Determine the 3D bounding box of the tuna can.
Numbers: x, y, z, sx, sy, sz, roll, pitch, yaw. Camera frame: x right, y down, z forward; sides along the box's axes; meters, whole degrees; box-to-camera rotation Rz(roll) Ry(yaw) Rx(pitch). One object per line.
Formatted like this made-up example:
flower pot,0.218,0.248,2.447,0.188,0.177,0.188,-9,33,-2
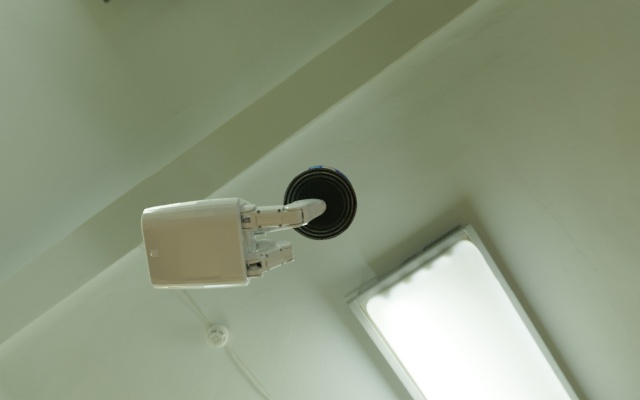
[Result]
tuna can,0.000,0.002,0.569,0.086,0.086,0.033,0,10,2
